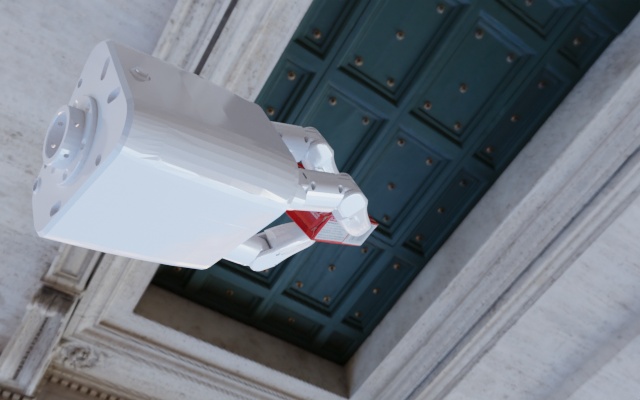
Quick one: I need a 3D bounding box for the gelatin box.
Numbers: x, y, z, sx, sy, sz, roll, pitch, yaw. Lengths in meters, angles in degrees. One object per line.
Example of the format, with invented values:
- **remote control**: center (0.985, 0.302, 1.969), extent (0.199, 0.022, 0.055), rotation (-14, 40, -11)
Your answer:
- **gelatin box**: center (0.000, 0.002, 0.402), extent (0.073, 0.030, 0.089), rotation (47, 16, 28)
